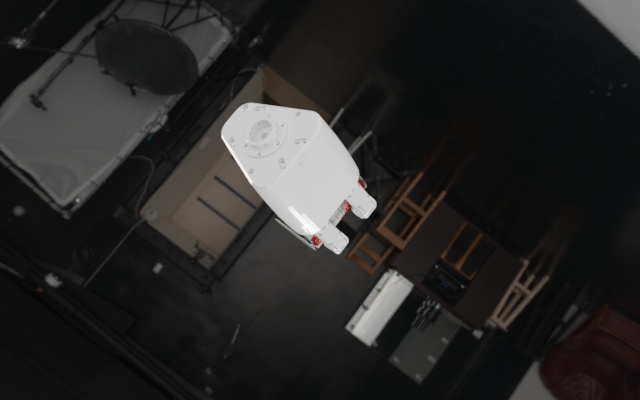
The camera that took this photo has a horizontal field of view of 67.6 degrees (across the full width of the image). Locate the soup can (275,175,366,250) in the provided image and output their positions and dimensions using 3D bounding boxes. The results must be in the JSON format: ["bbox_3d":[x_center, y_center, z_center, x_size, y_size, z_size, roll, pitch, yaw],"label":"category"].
[{"bbox_3d":[0.000,0.002,0.593,0.068,0.102,0.068,37,-8,6],"label":"soup can"}]
